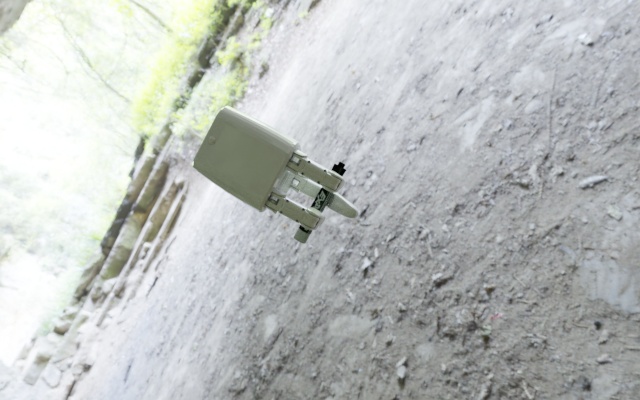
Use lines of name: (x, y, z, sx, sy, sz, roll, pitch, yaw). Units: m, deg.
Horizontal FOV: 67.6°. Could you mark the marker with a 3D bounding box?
marker: (0.000, 0.002, 0.645, 0.020, 0.121, 0.020, 29, 6, -3)
